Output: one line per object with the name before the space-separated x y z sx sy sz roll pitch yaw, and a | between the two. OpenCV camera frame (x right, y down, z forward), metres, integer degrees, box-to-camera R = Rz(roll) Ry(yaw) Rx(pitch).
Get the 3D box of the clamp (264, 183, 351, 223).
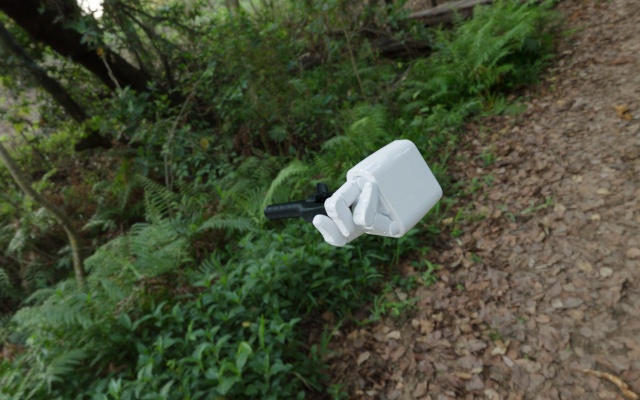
clamp | 0.000 0.002 0.743 0.120 0.039 0.171 -35 25 -32
